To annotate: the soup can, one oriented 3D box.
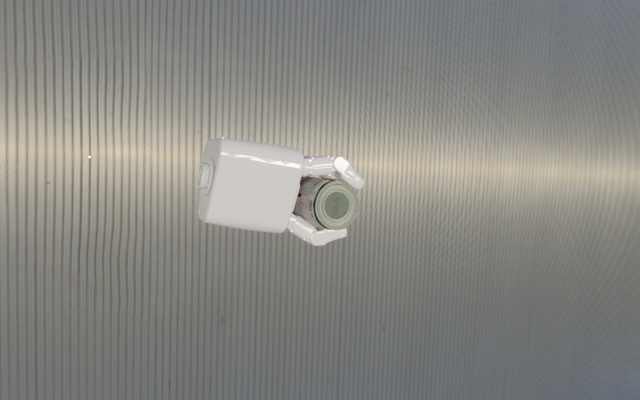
[{"bbox_3d":[0.001,0.002,0.659,0.068,0.068,0.102,0,5,-26],"label":"soup can"}]
